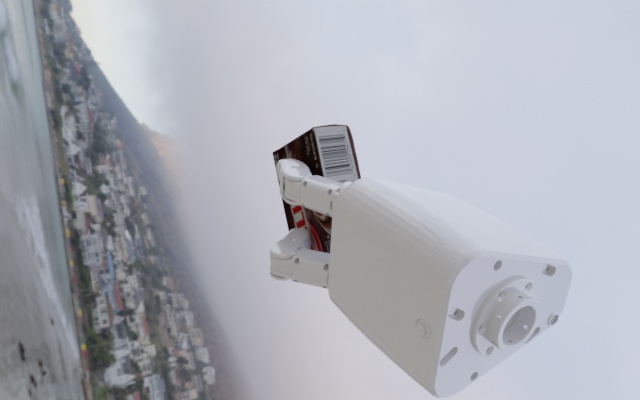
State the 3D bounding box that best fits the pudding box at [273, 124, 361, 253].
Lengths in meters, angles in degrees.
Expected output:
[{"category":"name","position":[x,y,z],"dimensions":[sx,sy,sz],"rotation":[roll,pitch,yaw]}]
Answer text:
[{"category":"pudding box","position":[0.000,0.001,0.405],"dimensions":[0.039,0.113,0.090],"rotation":[-8,-4,-28]}]
